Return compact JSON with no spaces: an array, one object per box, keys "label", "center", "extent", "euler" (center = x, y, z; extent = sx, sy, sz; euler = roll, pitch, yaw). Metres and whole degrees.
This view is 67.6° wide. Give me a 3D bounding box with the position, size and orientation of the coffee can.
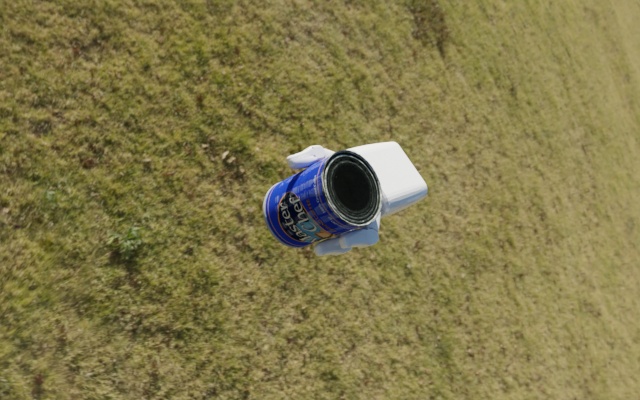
[{"label":"coffee can","center":[0.000,0.002,0.659],"extent":[0.103,0.102,0.140],"euler":[0,-16,-39]}]
